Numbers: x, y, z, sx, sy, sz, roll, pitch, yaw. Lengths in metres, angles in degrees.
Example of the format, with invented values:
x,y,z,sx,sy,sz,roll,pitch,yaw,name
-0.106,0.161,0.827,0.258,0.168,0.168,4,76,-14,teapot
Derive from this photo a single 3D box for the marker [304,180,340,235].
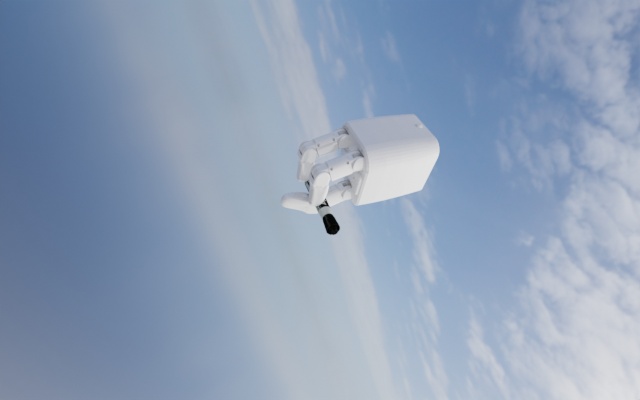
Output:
x,y,z,sx,sy,sz,roll,pitch,yaw,name
0.000,0.002,0.648,0.020,0.020,0.121,0,40,-23,marker
